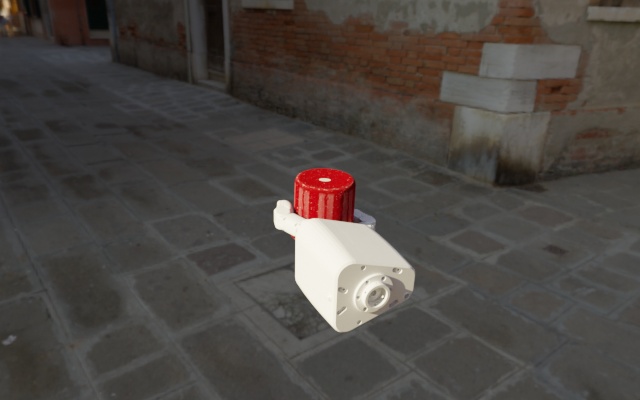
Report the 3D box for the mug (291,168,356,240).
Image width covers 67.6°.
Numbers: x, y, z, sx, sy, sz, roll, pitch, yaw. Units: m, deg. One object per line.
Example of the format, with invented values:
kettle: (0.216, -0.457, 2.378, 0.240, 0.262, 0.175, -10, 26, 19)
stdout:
mug: (0.000, 0.001, 0.661, 0.093, 0.081, 0.117, -9, 27, -24)
